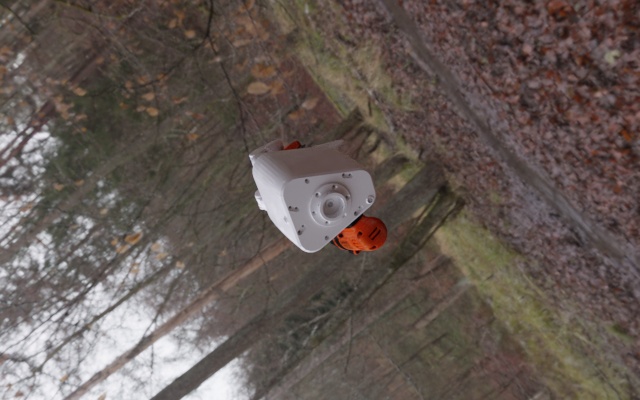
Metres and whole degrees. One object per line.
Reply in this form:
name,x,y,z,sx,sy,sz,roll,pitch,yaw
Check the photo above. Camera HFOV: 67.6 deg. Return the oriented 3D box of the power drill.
power drill,0.000,0.002,0.704,0.188,0.057,0.184,43,-15,-10
